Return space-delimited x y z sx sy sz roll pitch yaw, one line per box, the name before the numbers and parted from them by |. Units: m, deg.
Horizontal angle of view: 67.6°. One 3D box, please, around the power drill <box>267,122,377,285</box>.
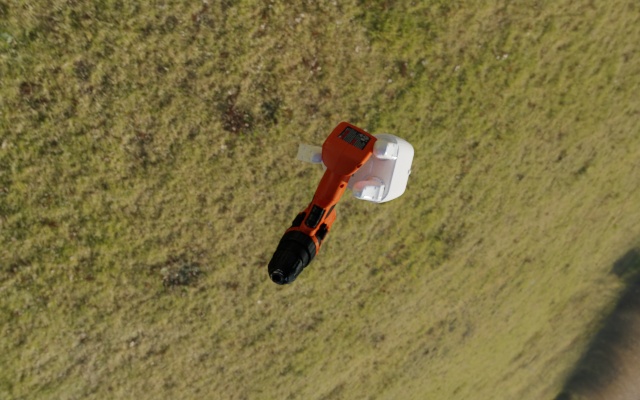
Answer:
power drill | 0.000 0.002 0.618 0.057 0.188 0.184 29 32 2
